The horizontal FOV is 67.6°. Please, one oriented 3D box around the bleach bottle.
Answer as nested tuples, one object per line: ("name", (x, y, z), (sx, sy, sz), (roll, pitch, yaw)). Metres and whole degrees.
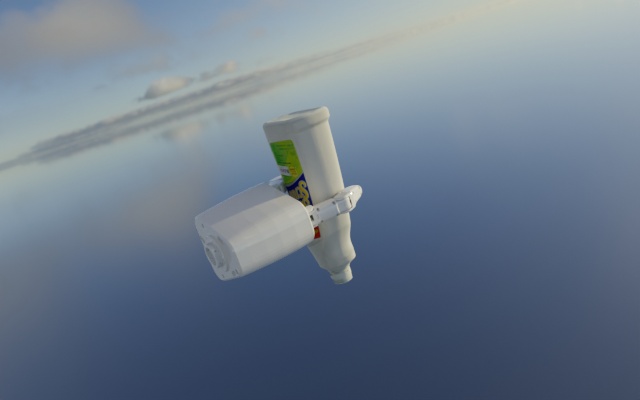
("bleach bottle", (0.000, 0.002, 0.663), (0.068, 0.251, 0.102), (-27, 18, -29))
